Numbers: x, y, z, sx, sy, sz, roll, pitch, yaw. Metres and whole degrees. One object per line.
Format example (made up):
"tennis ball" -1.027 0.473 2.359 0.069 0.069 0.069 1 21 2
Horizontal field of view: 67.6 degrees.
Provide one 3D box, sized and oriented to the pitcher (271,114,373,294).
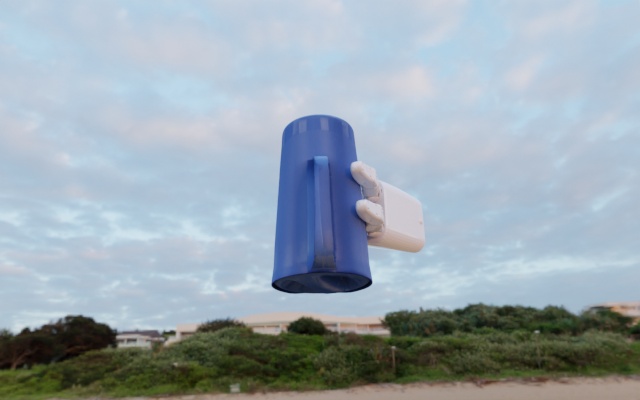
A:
"pitcher" 0.000 0.002 0.662 0.145 0.242 0.149 19 -30 -41
